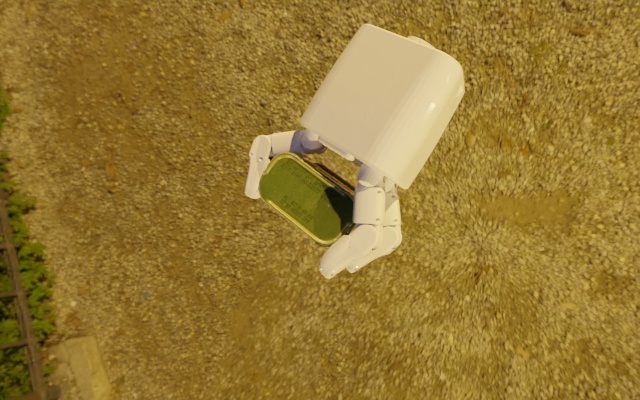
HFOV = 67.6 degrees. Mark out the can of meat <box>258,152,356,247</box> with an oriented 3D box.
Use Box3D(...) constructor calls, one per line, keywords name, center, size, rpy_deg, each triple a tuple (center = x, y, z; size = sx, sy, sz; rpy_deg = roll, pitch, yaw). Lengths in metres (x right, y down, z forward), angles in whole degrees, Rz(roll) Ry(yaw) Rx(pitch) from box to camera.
Box3D(name="can of meat", center=(0.000, 0.001, 0.453), size=(0.102, 0.057, 0.084), rpy_deg=(37, 7, 18))
